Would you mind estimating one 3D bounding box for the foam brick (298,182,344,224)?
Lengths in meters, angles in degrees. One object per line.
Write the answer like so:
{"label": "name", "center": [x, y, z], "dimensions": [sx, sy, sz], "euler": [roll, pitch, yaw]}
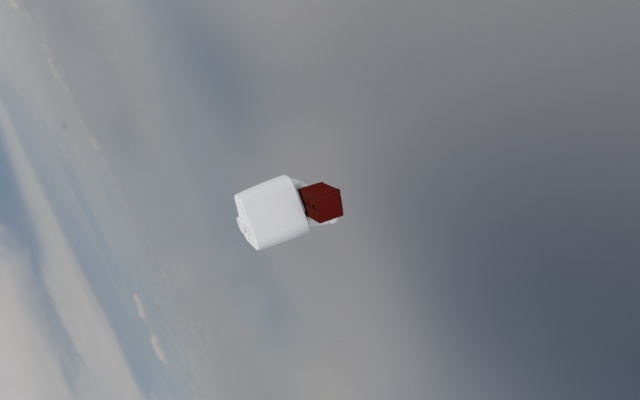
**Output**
{"label": "foam brick", "center": [0.000, 0.003, 0.877], "dimensions": [0.051, 0.053, 0.078], "euler": [-18, 19, -21]}
